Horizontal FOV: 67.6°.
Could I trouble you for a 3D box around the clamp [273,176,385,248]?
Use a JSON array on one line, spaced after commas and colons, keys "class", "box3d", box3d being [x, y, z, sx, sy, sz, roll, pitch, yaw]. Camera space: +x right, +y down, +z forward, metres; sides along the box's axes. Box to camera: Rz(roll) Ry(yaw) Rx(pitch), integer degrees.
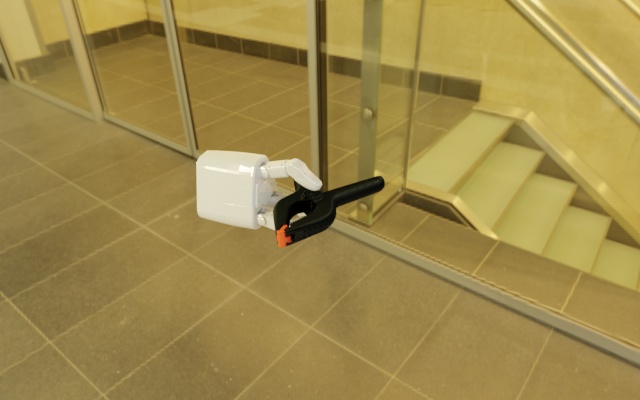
[{"class": "clamp", "box3d": [0.000, 0.002, 0.726, 0.164, 0.036, 0.210, 7, 34, 18]}]
